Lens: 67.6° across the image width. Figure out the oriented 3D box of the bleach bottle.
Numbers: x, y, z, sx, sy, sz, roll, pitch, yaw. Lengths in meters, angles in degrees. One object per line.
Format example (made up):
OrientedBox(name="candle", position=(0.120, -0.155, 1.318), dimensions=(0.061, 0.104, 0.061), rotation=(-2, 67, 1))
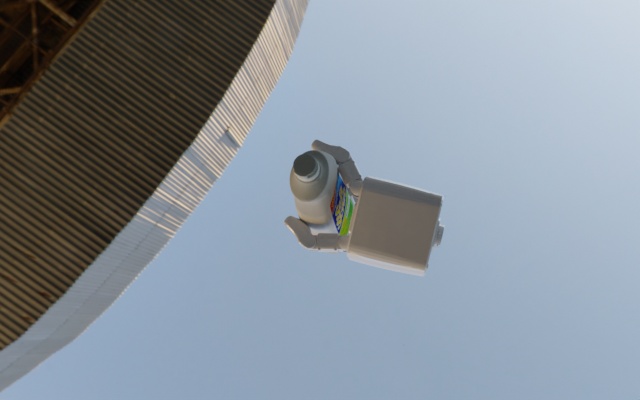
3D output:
OrientedBox(name="bleach bottle", position=(0.000, 0.002, 0.676), dimensions=(0.068, 0.102, 0.251), rotation=(12, -14, 14))
